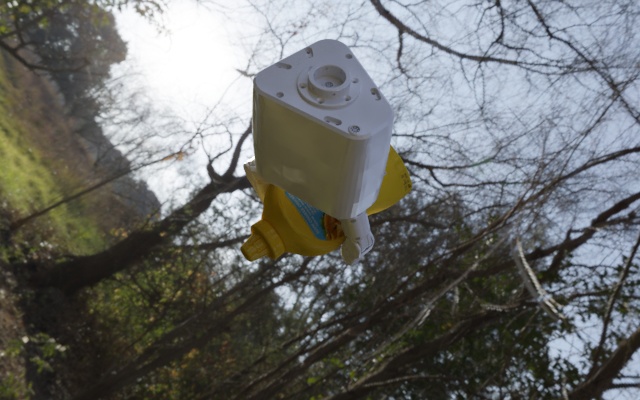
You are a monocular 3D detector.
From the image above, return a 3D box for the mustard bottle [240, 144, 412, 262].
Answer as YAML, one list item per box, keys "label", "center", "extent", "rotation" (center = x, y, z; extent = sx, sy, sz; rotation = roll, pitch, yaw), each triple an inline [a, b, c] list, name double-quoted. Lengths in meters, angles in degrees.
- label: "mustard bottle"
  center: [0.000, 0.002, 0.493]
  extent: [0.191, 0.096, 0.058]
  rotation: [-35, -1, -24]
